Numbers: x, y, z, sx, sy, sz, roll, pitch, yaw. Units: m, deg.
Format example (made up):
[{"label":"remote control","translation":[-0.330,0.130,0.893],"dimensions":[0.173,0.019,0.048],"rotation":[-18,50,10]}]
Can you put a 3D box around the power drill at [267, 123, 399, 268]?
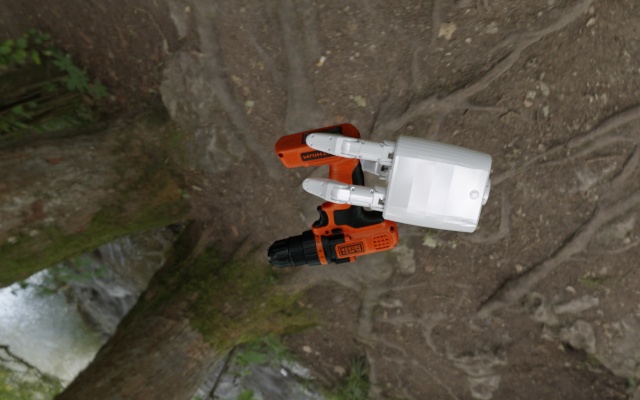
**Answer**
[{"label":"power drill","translation":[0.000,0.002,0.630],"dimensions":[0.184,0.188,0.057],"rotation":[-13,29,5]}]
